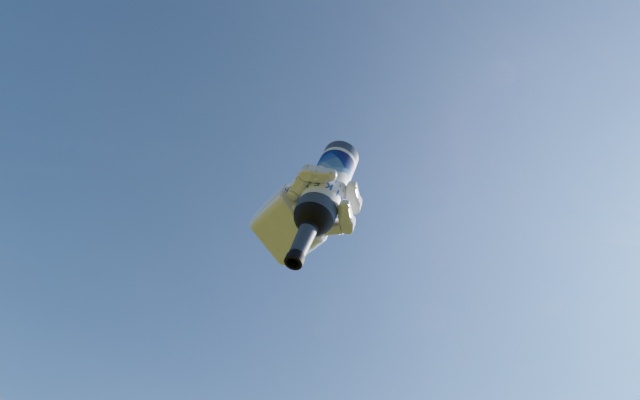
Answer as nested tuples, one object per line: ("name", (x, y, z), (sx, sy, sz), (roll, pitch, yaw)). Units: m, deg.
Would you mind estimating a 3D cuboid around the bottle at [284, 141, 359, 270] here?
("bottle", (0.000, 0.002, 0.779), (0.069, 0.069, 0.295), (0, 36, 19))
